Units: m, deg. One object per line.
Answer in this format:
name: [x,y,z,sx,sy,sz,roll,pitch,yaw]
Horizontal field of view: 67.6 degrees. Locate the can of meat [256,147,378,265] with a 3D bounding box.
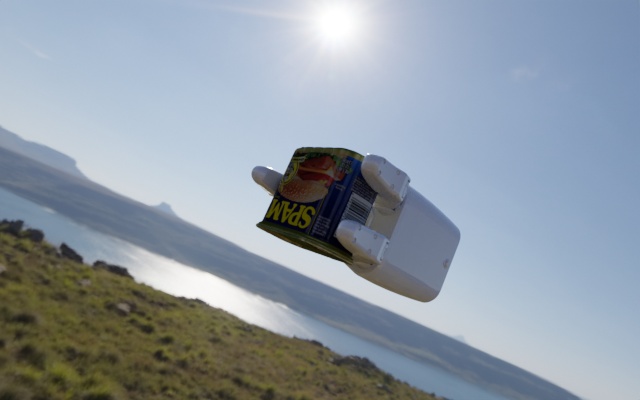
can of meat: [0.000,0.001,0.421,0.057,0.084,0.102,31,-11,-34]
